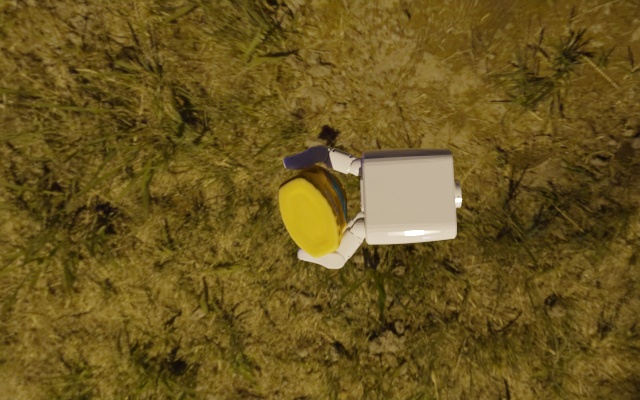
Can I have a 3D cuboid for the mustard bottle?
[{"bbox_3d":[0.000,0.002,0.619,0.058,0.096,0.191,-27,6,13],"label":"mustard bottle"}]
